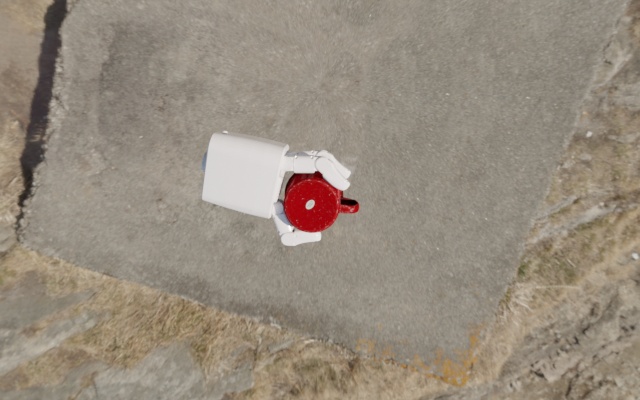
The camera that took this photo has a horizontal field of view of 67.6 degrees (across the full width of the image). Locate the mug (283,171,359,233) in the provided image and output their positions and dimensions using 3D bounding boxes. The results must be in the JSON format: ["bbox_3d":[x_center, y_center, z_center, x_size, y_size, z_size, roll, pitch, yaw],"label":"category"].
[{"bbox_3d":[0.002,0.003,0.714,0.117,0.093,0.081,12,13,-1],"label":"mug"}]
